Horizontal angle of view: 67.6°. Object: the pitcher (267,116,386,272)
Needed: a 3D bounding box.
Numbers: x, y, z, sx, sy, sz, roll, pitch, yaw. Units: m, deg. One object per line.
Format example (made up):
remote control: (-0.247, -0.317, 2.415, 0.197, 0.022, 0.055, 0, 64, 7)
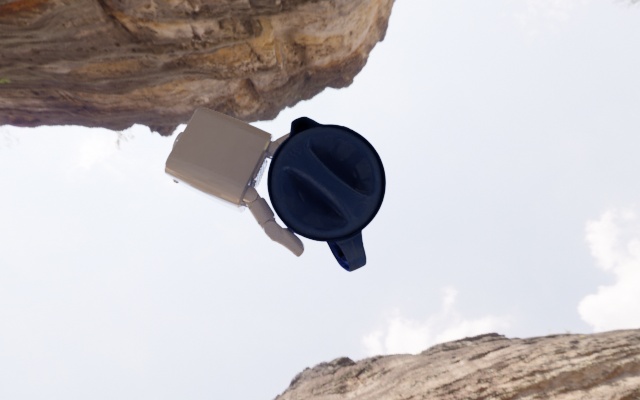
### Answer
pitcher: (0.000, 0.002, 0.638, 0.145, 0.149, 0.243, 21, -8, -2)
